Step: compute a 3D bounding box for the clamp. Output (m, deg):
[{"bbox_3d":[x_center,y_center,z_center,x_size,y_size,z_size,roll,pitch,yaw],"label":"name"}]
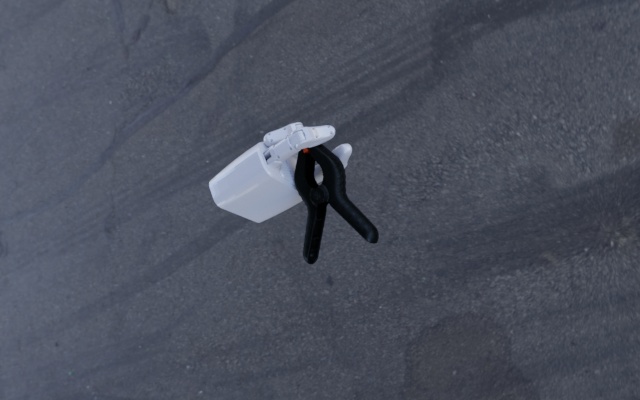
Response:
[{"bbox_3d":[0.000,0.002,0.654,0.120,0.171,0.039,-31,-18,26],"label":"clamp"}]
